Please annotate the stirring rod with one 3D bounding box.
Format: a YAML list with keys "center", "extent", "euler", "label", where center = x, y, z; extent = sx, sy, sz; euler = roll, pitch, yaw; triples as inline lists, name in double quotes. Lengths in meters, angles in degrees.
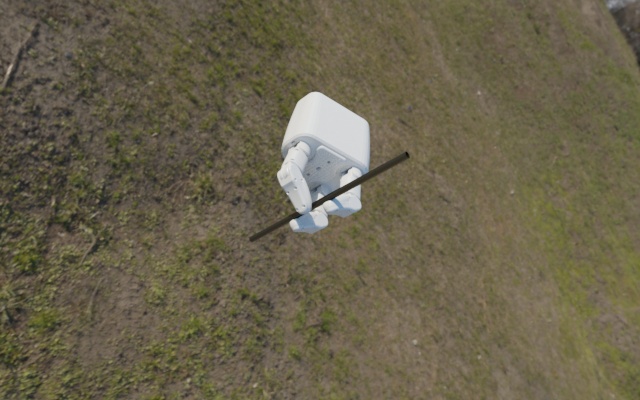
- center: [0.000, 0.002, 0.555]
  extent: [0.239, 0.011, 0.011]
  euler: [-29, -16, 32]
  label: "stirring rod"
